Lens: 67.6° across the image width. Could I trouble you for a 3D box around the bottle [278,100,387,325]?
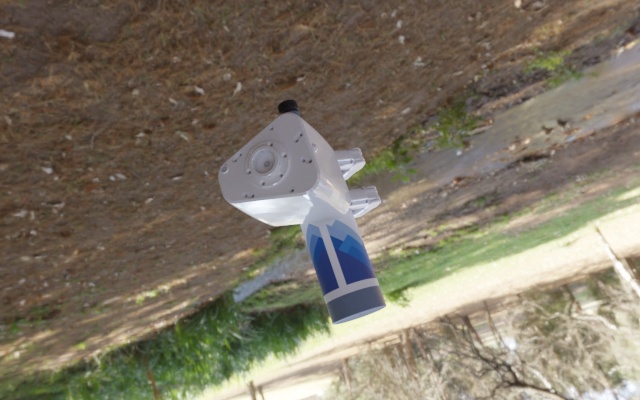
[{"bbox_3d":[0.000,0.002,0.600,0.069,0.295,0.069,-17,-19,-6],"label":"bottle"}]
